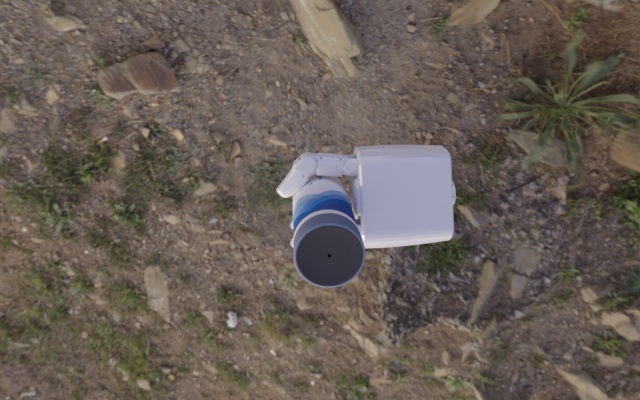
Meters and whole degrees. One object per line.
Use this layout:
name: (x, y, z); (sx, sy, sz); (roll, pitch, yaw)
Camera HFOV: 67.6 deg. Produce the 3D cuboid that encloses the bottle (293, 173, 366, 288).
bottle: (0.000, 0.002, 0.574); (0.069, 0.069, 0.295); (0, 20, -3)
